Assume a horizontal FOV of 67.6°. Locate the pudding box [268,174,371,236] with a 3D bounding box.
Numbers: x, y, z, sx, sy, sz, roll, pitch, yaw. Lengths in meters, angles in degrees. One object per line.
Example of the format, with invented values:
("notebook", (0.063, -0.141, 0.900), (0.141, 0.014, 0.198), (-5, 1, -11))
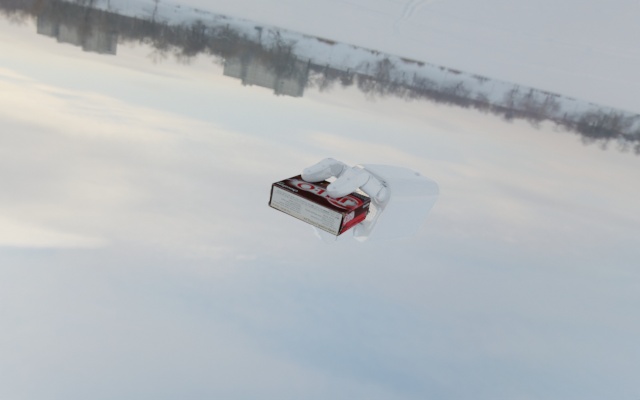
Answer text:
("pudding box", (0.000, 0.002, 0.649), (0.113, 0.039, 0.090), (20, 20, 23))
